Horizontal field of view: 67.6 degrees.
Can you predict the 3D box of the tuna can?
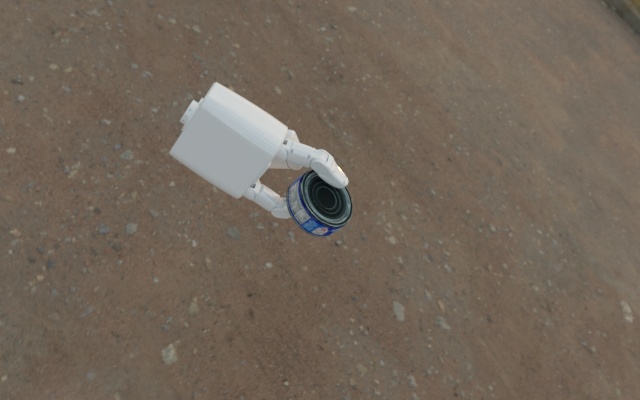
[{"bbox_3d":[0.000,0.002,0.617,0.086,0.086,0.034,0,-25,-41],"label":"tuna can"}]
